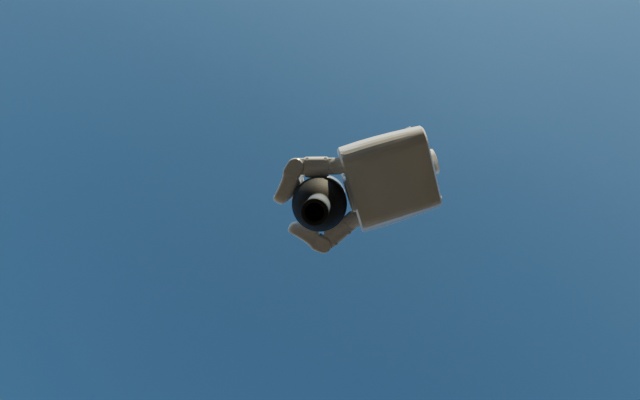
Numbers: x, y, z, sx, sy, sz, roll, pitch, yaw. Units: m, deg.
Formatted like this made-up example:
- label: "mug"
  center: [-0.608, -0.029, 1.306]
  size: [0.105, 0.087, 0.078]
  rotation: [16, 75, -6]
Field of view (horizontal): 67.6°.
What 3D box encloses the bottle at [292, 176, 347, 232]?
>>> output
- label: "bottle"
  center: [0.000, 0.002, 0.609]
  size: [0.069, 0.069, 0.295]
  rotation: [0, 4, 2]
